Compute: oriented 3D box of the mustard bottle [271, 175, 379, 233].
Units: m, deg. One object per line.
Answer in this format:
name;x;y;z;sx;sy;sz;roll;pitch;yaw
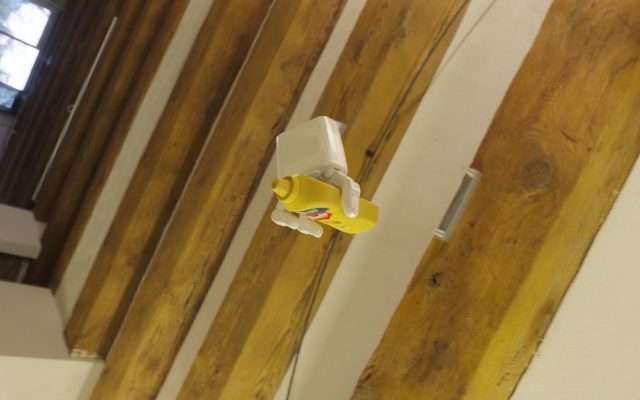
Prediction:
mustard bottle;0.000;0.003;0.765;0.192;0.058;0.096;22;-18;-40
